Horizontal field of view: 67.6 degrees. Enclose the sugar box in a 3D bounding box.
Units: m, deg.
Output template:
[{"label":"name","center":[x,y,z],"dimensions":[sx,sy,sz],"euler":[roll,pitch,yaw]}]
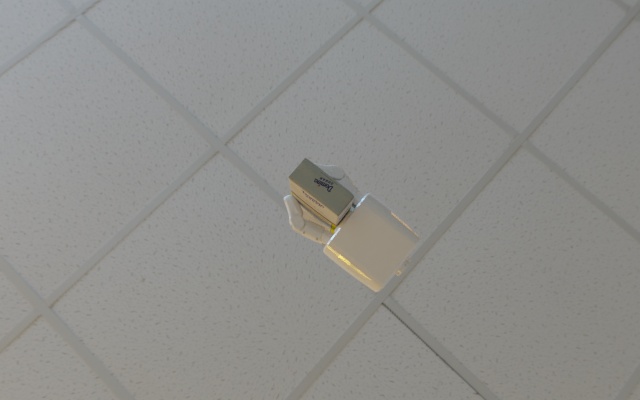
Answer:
[{"label":"sugar box","center":[0.001,0.002,0.748],"dimensions":[0.093,0.048,0.176],"euler":[38,-15,8]}]
